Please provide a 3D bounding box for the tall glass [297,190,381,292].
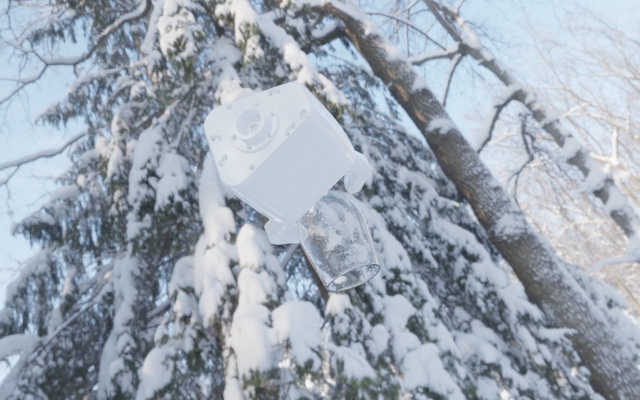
[{"bbox_3d":[0.000,0.001,0.550,0.079,0.201,0.079,-19,-27,-10],"label":"tall glass"}]
